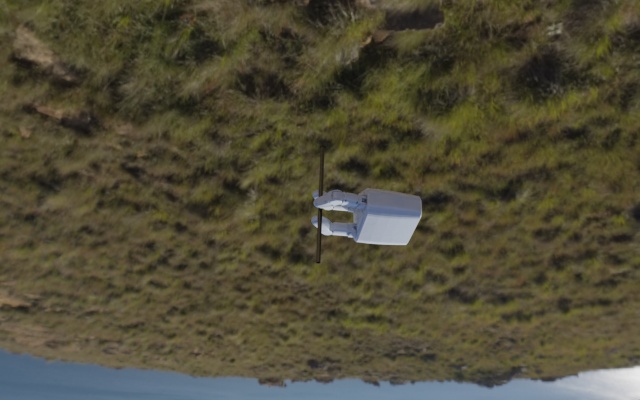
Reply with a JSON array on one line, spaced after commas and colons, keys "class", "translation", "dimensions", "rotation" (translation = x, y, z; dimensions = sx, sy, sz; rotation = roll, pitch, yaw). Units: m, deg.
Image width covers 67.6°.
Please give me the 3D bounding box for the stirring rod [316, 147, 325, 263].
[{"class": "stirring rod", "translation": [0.000, 0.003, 0.899], "dimensions": [0.011, 0.239, 0.011], "rotation": [2, -27, 1]}]
